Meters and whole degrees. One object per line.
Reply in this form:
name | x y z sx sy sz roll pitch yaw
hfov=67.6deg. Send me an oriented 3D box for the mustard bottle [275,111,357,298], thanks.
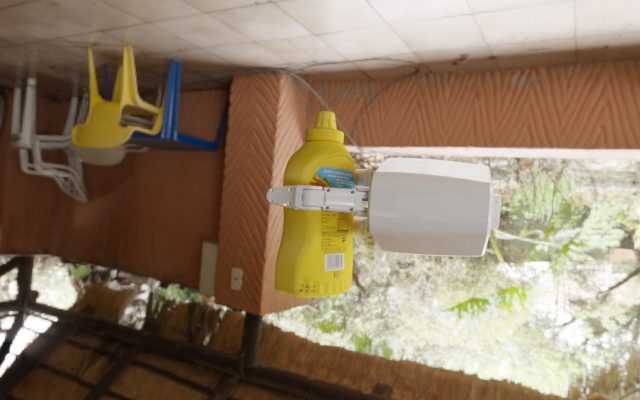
mustard bottle | 0.000 0.002 0.507 0.058 0.191 0.096 4 -1 41
